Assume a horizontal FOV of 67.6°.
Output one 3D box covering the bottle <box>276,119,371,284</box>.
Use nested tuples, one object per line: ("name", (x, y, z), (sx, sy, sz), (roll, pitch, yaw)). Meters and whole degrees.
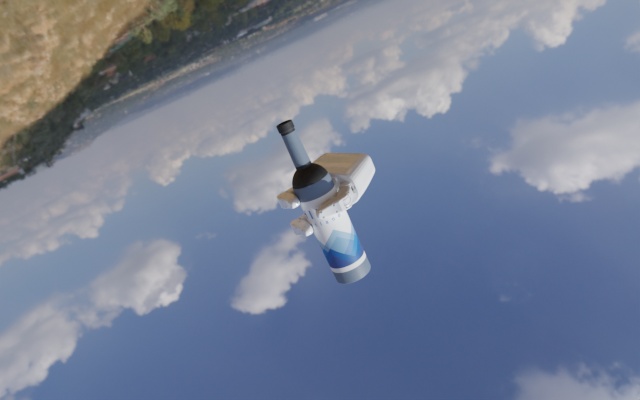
("bottle", (0.000, 0.003, 0.809), (0.069, 0.296, 0.069), (-22, 18, 8))
